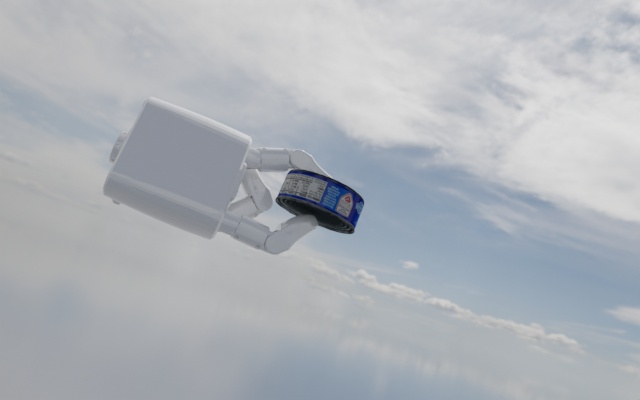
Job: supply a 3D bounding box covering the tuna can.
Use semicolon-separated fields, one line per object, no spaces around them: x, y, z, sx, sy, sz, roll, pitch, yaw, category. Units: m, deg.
0.000;0.001;0.482;0.086;0.033;0.086;22;-13;5;tuna can
